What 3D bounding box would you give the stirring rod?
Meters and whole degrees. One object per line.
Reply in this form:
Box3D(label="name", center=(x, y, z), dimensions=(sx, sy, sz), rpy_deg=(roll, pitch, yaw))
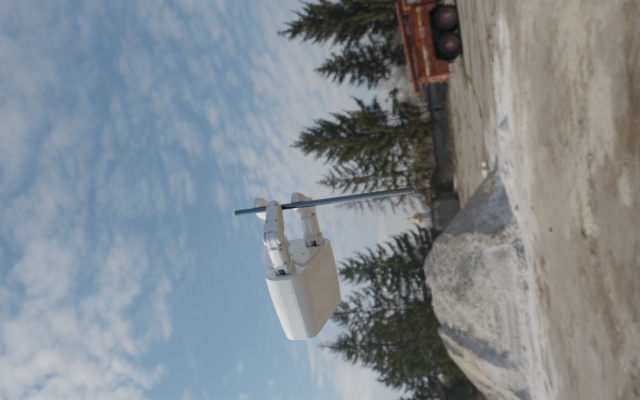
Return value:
Box3D(label="stirring rod", center=(0.000, 0.002, 0.619), dimensions=(0.239, 0.011, 0.011), rpy_deg=(-8, -2, 15))
